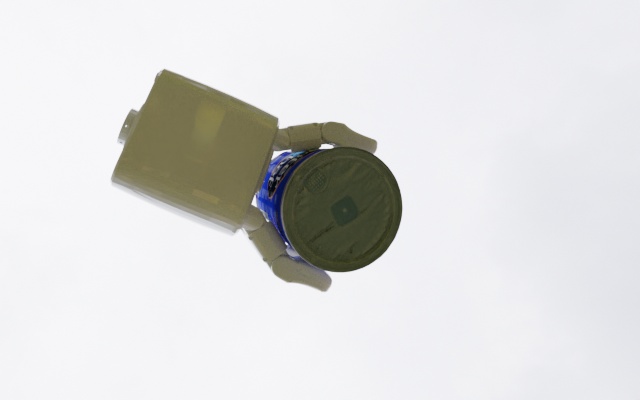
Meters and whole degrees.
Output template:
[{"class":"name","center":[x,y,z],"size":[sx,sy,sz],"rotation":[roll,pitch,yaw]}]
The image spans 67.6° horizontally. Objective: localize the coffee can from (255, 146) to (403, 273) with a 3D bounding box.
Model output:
[{"class":"coffee can","center":[0.000,0.001,0.449],"size":[0.103,0.103,0.140],"rotation":[0,6,-17]}]
